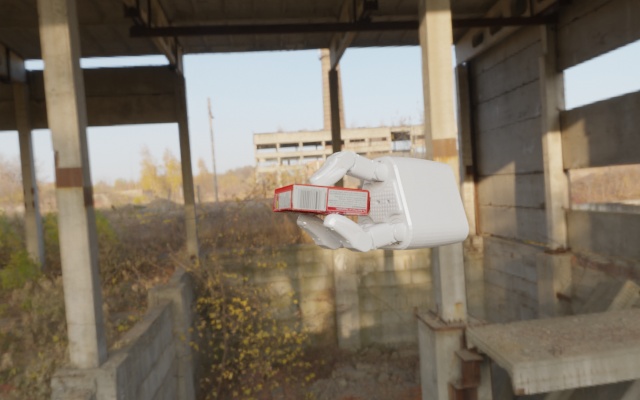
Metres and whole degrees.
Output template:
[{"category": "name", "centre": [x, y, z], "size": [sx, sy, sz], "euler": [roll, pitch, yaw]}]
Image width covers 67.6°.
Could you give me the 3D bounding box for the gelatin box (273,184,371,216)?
[{"category": "gelatin box", "centre": [0.000, 0.001, 0.525], "size": [0.089, 0.030, 0.073], "euler": [5, -4, -21]}]
